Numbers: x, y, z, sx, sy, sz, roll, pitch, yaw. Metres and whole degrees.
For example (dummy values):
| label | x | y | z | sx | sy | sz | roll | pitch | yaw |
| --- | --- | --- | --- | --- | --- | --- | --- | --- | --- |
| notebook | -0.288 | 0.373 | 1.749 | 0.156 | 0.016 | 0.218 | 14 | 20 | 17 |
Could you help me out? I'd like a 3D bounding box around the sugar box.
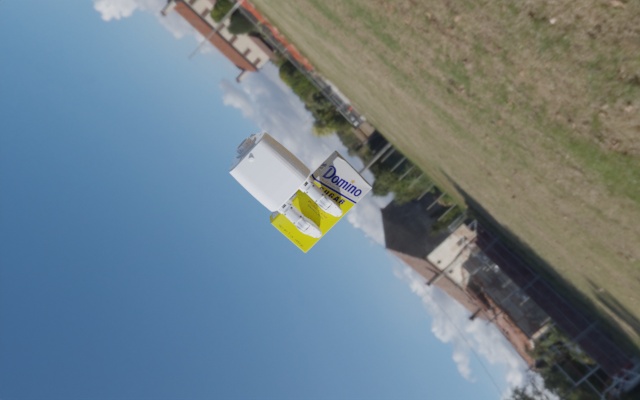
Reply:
| label | x | y | z | sx | sy | sz | roll | pitch | yaw |
| --- | --- | --- | --- | --- | --- | --- | --- | --- | --- |
| sugar box | 0.000 | 0.003 | 0.882 | 0.093 | 0.176 | 0.048 | 42 | 10 | -19 |
